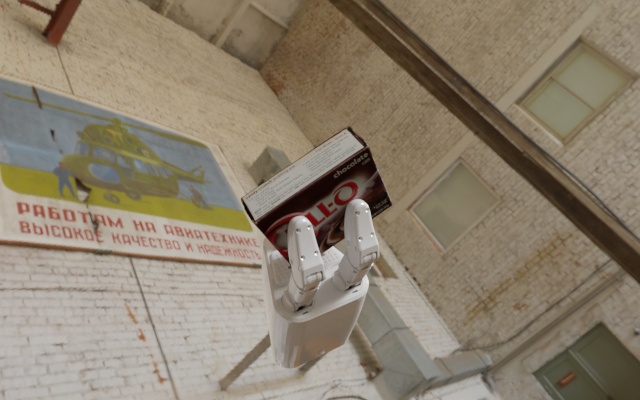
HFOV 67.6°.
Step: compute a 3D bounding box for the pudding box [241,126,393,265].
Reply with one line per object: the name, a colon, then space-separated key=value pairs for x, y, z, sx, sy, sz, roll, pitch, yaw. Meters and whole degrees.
pudding box: x=0.000 y=0.001 z=0.418 sx=0.113 sy=0.039 sz=0.090 roll=-36 pitch=-38 yaw=-3
